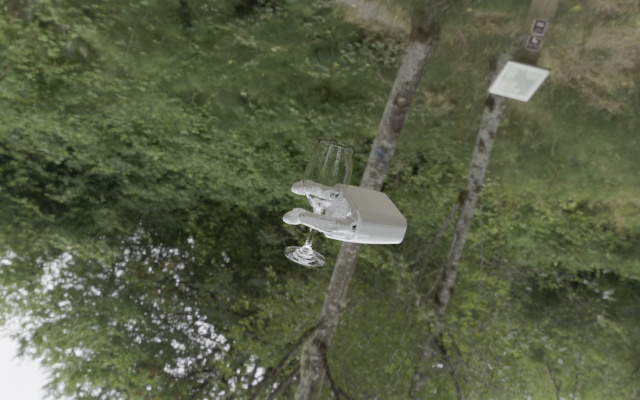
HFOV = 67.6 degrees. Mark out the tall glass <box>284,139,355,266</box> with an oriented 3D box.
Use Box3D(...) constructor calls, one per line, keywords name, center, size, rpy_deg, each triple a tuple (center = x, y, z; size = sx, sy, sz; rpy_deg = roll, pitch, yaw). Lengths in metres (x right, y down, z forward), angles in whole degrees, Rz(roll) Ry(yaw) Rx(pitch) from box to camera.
Box3D(name="tall glass", center=(0.000, 0.003, 0.793), size=(0.079, 0.201, 0.079), rpy_deg=(15, 13, -4))
